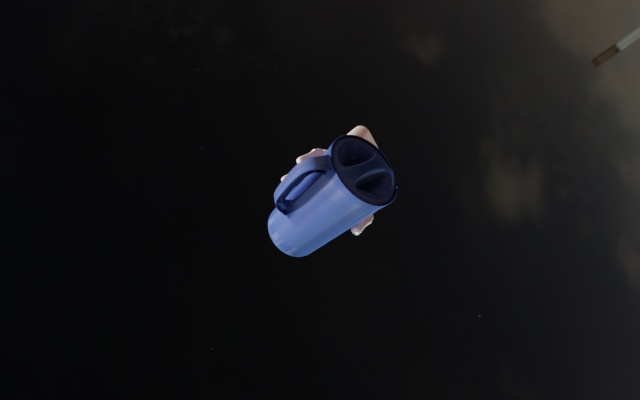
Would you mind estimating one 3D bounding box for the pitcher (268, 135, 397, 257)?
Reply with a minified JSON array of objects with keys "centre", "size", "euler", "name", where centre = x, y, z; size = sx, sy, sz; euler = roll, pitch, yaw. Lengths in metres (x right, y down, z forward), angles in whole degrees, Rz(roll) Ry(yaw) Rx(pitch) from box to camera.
[{"centre":[0.000,0.003,0.830],"size":[0.243,0.149,0.145],"euler":[-41,7,43],"name":"pitcher"}]
